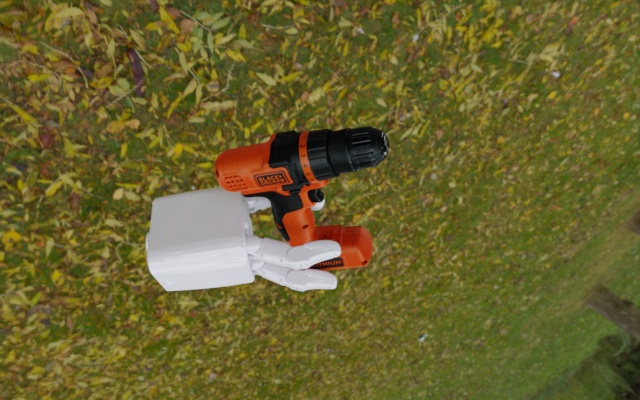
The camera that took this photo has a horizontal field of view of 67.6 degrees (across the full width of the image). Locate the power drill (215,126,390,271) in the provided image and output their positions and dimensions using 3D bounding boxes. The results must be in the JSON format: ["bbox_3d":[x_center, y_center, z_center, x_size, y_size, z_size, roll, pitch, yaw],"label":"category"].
[{"bbox_3d":[0.000,0.002,0.531,0.184,0.057,0.188,-7,-46,19],"label":"power drill"}]
